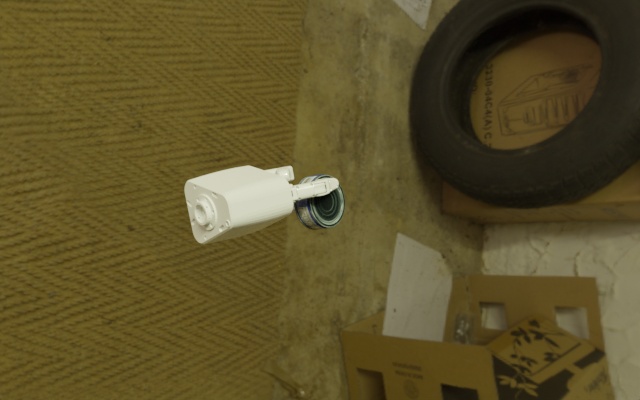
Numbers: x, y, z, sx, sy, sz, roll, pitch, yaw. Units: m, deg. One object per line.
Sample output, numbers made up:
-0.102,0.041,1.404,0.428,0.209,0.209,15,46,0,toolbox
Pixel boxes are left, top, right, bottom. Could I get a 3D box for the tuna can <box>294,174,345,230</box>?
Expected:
0.001,0.002,0.750,0.034,0.086,0.086,-7,-5,42,tuna can
